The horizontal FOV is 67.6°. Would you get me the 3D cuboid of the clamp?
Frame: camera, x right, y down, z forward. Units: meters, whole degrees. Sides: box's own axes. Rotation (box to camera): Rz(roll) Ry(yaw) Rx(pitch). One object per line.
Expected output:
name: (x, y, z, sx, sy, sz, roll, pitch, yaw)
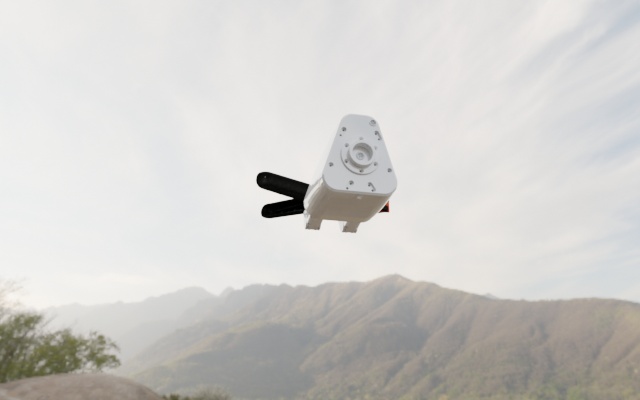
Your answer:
clamp: (0.001, 0.002, 0.743, 0.210, 0.036, 0.165, 5, -18, -10)
